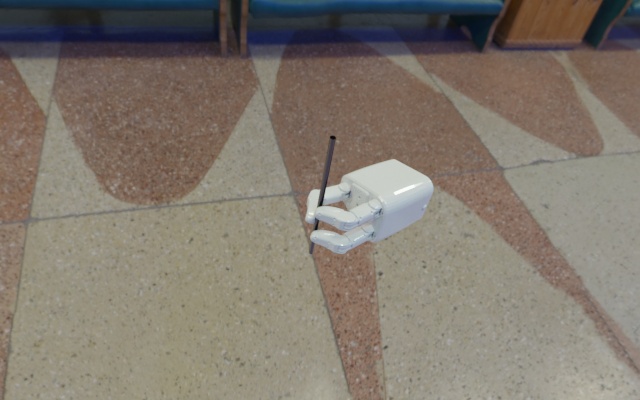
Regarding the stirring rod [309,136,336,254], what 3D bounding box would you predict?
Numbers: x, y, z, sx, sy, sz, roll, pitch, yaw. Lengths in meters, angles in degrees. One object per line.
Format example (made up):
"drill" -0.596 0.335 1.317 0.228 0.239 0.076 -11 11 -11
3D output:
"stirring rod" 0.000 0.002 0.693 0.011 0.011 0.240 0 -43 -10
